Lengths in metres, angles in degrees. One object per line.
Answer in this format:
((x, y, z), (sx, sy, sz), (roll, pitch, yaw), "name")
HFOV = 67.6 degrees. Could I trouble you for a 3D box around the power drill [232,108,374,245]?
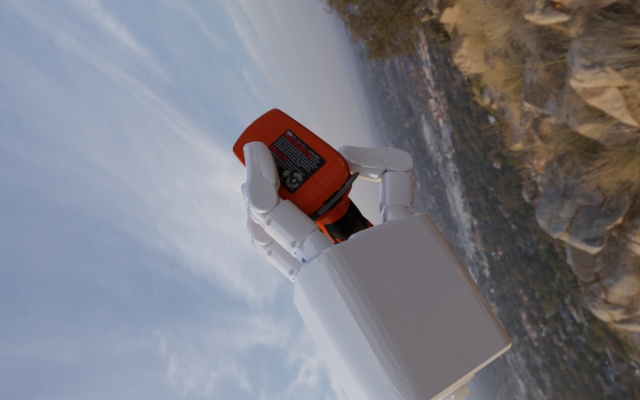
((0.000, 0.001, 0.435), (0.184, 0.057, 0.188), (40, -6, 37), "power drill")
